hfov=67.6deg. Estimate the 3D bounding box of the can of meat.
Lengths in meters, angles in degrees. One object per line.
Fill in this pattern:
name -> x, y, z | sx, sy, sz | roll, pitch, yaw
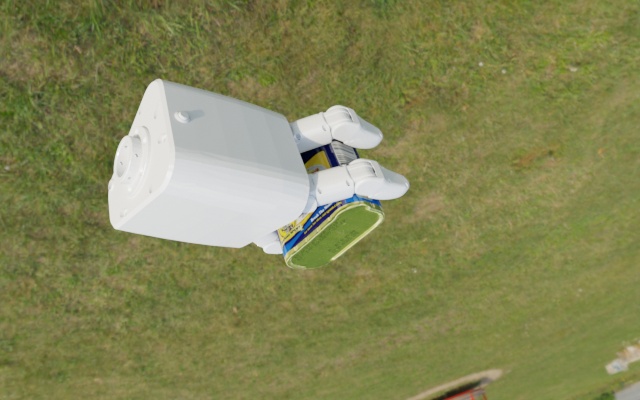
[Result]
can of meat -> 0.000, 0.002, 0.424 | 0.057, 0.084, 0.102 | 15, -46, -42
